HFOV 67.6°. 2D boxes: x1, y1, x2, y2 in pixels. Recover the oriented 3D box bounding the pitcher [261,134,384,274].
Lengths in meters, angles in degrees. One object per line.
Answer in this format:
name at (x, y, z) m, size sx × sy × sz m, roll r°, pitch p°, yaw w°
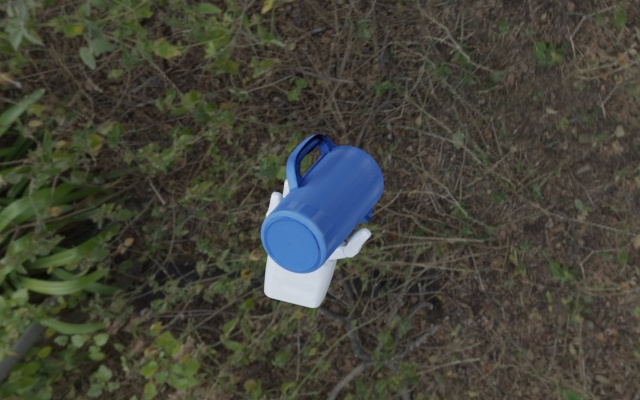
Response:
pitcher at (0.000, 0.003, 0.779) m, size 0.149 × 0.145 × 0.242 m, roll 24°, pitch 34°, yaw 13°
